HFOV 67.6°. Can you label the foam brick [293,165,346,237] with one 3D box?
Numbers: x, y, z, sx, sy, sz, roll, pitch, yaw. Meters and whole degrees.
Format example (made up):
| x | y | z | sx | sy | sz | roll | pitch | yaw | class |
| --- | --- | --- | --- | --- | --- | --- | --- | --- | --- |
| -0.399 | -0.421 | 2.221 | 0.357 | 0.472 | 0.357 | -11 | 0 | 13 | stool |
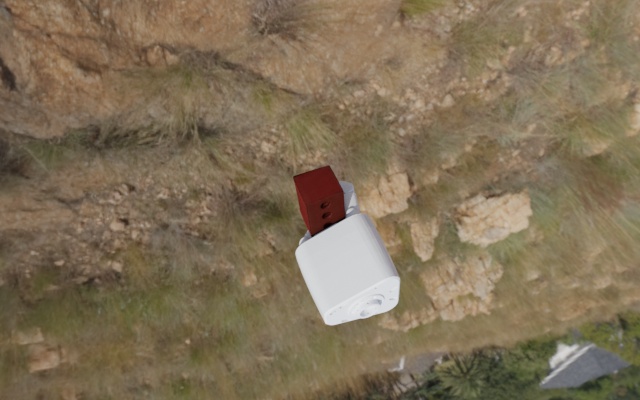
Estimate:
| x | y | z | sx | sy | sz | roll | pitch | yaw | class |
| --- | --- | --- | --- | --- | --- | --- | --- | --- | --- |
| 0.000 | 0.002 | 0.636 | 0.053 | 0.051 | 0.078 | -20 | -38 | -8 | foam brick |
